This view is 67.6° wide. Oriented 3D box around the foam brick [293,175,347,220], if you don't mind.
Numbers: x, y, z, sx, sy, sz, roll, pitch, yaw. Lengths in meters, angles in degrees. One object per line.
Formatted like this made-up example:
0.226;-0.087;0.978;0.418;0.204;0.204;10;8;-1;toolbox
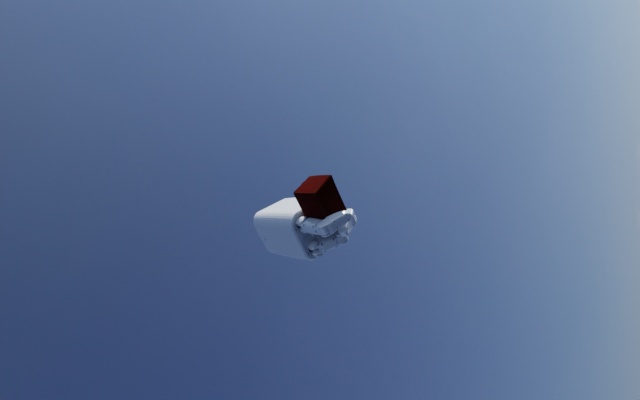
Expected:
0.000;0.002;0.806;0.051;0.078;0.053;3;39;41;foam brick
